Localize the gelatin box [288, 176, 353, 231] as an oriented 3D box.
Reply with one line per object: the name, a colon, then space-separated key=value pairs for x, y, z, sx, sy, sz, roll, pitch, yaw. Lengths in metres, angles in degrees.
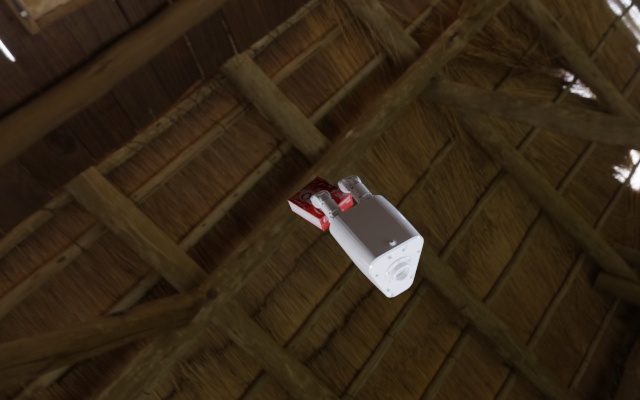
gelatin box: x=0.000 y=0.003 z=0.815 sx=0.073 sy=0.030 sz=0.089 roll=-40 pitch=44 yaw=-21
